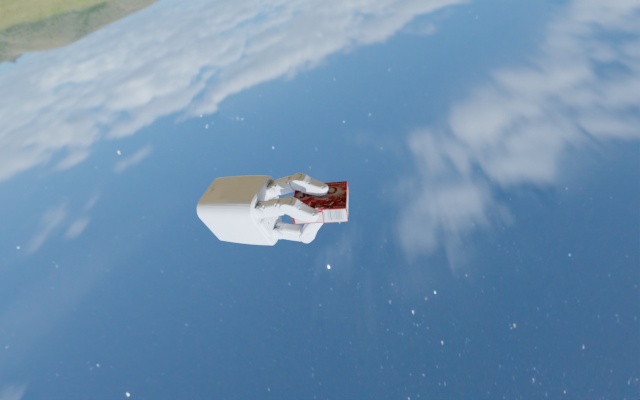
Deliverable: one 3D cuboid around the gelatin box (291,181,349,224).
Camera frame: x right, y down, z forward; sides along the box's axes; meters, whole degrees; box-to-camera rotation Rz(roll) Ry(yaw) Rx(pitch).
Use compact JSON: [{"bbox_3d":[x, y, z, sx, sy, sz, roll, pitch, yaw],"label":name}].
[{"bbox_3d":[0.001,0.003,0.771,0.089,0.030,0.073,-3,38,7],"label":"gelatin box"}]
